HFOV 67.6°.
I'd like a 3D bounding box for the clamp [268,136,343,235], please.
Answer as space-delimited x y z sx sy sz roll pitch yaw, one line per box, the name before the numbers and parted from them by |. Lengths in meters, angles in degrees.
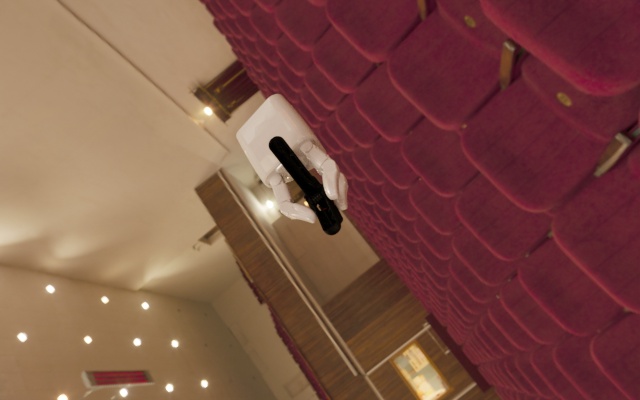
clamp | -0.001 0.003 0.732 0.036 0.164 0.210 -34 -24 4
